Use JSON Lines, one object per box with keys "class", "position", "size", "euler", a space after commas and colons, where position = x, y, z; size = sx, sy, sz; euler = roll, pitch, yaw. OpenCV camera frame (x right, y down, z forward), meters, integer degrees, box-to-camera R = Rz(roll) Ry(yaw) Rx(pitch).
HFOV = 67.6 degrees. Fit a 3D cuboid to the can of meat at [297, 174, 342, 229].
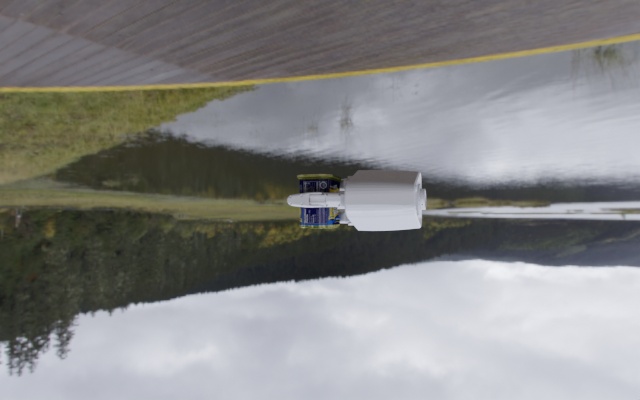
{"class": "can of meat", "position": [0.000, 0.003, 0.775], "size": [0.057, 0.084, 0.102], "euler": [-1, -1, 14]}
